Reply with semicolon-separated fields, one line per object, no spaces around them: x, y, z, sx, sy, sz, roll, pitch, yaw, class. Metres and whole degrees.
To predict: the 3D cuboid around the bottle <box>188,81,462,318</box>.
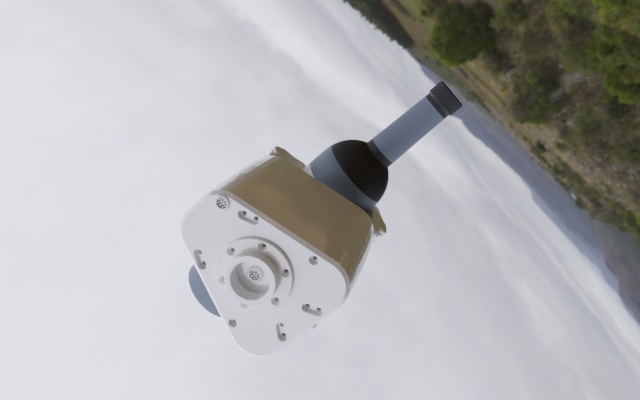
0.000;0.002;0.436;0.296;0.069;0.069;-40;-15;19;bottle
